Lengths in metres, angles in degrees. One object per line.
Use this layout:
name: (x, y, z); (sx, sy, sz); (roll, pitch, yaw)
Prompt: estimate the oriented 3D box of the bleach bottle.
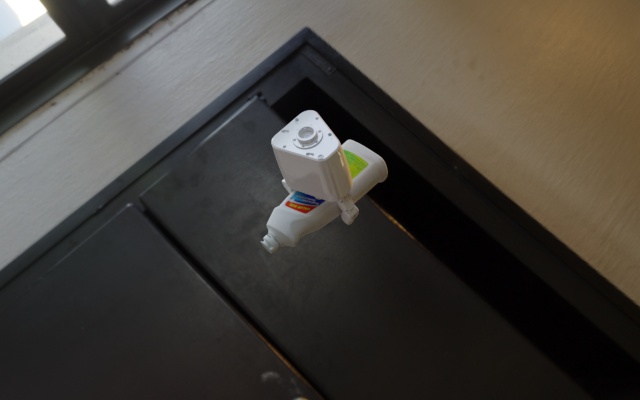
bleach bottle: (0.000, 0.003, 0.850); (0.102, 0.250, 0.068); (36, -19, 32)
